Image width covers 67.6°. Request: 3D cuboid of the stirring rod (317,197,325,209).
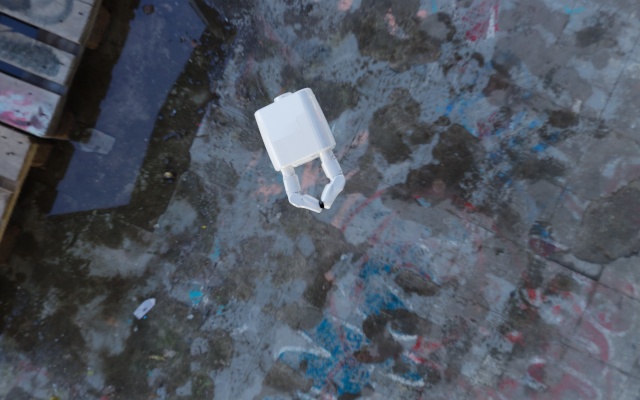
[{"bbox_3d":[0.000,0.003,0.832,0.011,0.011,0.239,0,3,-1],"label":"stirring rod"}]
